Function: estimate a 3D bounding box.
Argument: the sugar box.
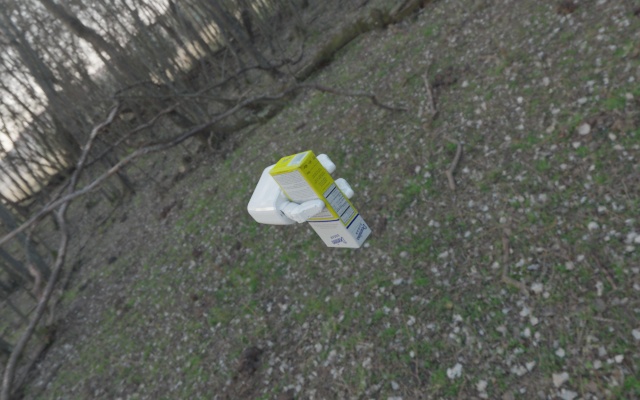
[{"bbox_3d":[0.000,0.002,0.793,0.093,0.176,0.048,-5,41,54],"label":"sugar box"}]
